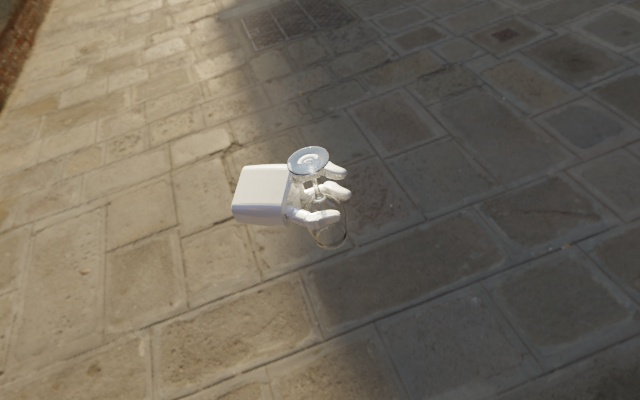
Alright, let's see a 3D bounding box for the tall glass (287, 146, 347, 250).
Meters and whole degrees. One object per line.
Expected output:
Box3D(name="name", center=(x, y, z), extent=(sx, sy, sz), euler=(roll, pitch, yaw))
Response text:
Box3D(name="tall glass", center=(0.000, 0.002, 0.868), extent=(0.079, 0.201, 0.079), euler=(-9, 43, 9))
